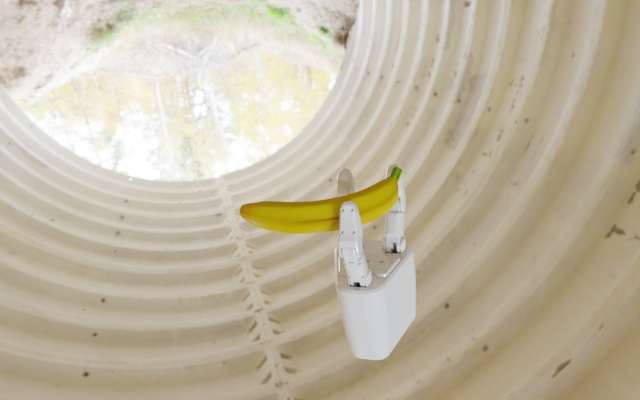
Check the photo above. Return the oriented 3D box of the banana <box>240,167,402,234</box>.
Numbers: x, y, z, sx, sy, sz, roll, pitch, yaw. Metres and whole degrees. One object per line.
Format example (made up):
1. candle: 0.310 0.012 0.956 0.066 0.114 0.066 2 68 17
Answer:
1. banana: 0.006 0.009 0.542 0.198 0.037 0.069 -12 27 -3
